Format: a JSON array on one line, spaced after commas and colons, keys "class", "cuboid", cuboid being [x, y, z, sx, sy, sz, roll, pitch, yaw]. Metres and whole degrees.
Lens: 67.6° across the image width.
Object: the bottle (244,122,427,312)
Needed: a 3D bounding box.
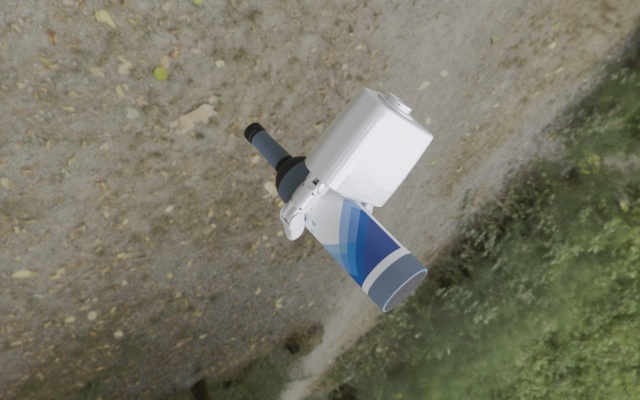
[{"class": "bottle", "cuboid": [0.000, 0.002, 0.579, 0.295, 0.069, 0.069, 46, 24, 25]}]
